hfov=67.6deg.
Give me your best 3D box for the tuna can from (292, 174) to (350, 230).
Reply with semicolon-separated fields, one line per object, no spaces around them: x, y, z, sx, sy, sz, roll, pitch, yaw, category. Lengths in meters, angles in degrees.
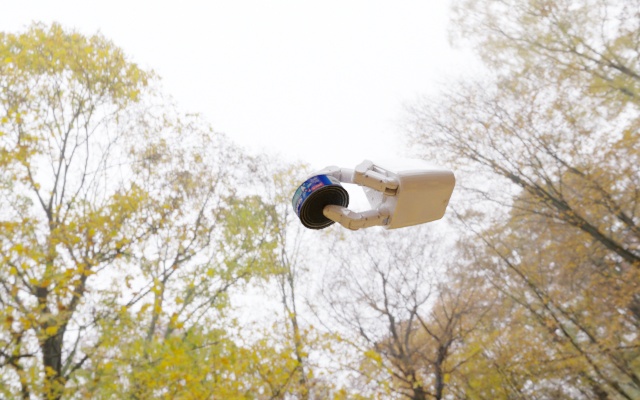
0.000;0.002;0.734;0.086;0.086;0.033;0;36;-33;tuna can
